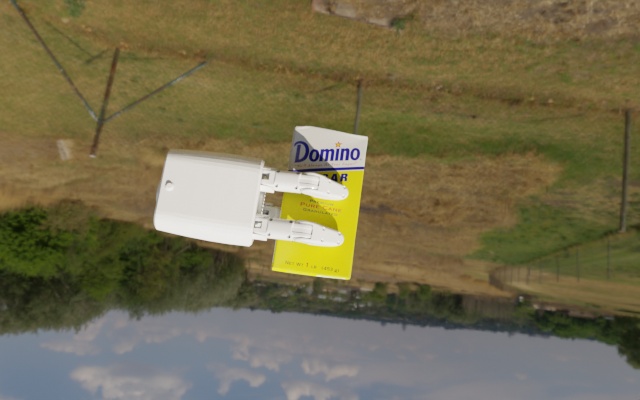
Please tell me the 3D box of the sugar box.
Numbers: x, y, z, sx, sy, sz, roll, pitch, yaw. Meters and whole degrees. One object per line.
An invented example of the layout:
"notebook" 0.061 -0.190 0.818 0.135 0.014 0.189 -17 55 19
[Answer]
"sugar box" 0.000 0.002 0.575 0.093 0.176 0.048 9 -11 -5
